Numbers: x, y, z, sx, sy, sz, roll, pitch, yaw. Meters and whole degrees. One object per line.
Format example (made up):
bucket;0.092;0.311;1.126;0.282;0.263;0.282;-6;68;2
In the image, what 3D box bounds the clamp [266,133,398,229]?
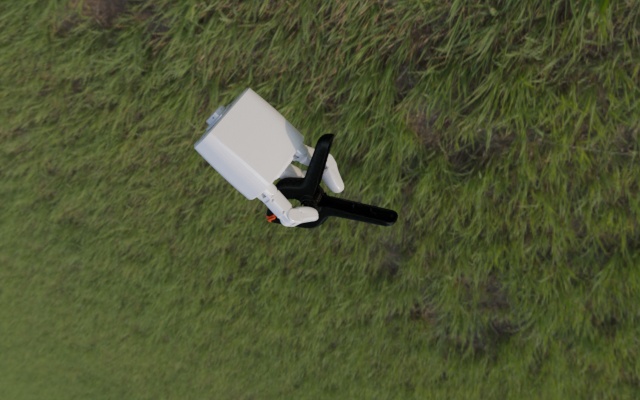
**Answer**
clamp;-0.001;0.003;0.705;0.210;0.164;0.036;-28;24;45
